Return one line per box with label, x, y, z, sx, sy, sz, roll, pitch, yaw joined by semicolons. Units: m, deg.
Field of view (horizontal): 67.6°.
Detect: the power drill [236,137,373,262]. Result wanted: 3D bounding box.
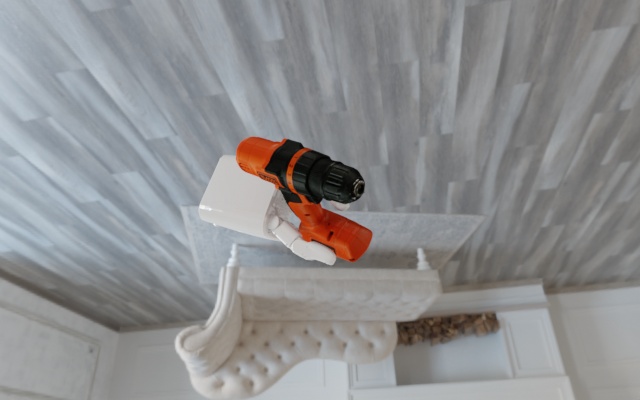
power drill;0.000;0.002;0.591;0.184;0.057;0.188;22;-24;39
